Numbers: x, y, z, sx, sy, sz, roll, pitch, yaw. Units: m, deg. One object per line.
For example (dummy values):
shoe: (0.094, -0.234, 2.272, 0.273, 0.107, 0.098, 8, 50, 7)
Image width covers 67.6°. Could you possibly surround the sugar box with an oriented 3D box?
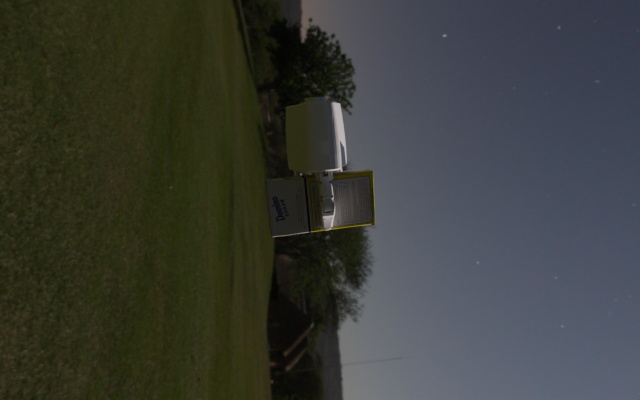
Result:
sugar box: (0.000, 0.002, 0.791, 0.176, 0.093, 0.048, -5, 10, -6)
